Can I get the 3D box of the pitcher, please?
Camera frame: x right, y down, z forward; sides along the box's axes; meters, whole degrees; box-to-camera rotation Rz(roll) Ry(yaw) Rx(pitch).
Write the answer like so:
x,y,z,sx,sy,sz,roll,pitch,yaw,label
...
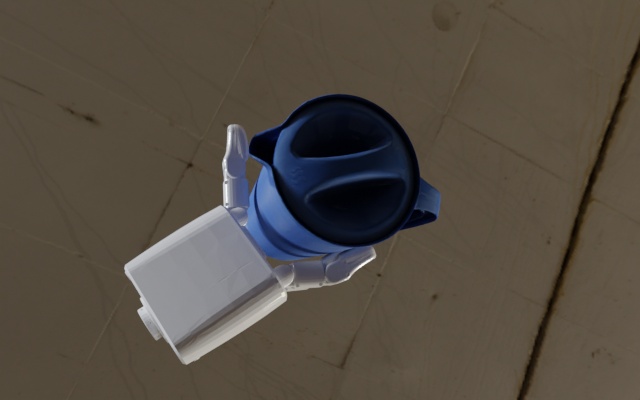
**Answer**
x,y,z,sx,sy,sz,roll,pitch,yaw,label
0.000,0.002,0.505,0.145,0.149,0.243,-32,-2,-21,pitcher
